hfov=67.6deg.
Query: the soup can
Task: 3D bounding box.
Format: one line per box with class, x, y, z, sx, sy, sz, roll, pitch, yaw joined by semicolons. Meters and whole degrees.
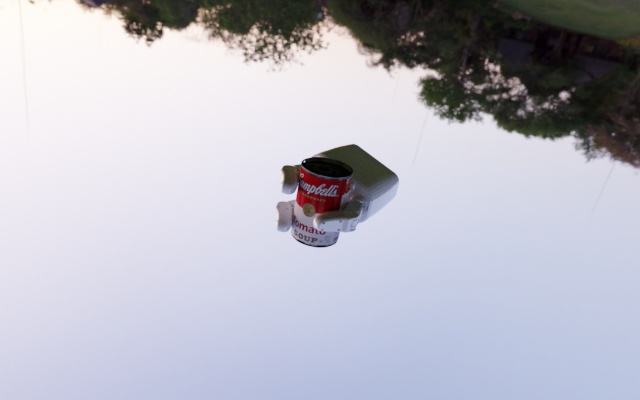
soup can;0.000;0.002;0.628;0.068;0.102;0.068;9;25;-4
